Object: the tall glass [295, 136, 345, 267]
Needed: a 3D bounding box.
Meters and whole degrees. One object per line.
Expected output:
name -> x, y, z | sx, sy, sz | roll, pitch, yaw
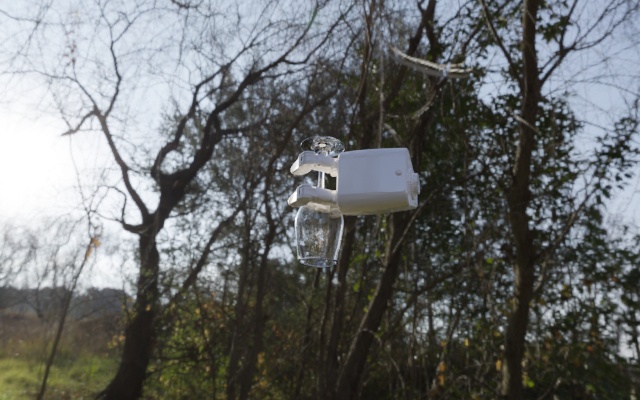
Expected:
tall glass -> 0.000, 0.002, 0.767 | 0.079, 0.201, 0.079 | 2, -20, 1
